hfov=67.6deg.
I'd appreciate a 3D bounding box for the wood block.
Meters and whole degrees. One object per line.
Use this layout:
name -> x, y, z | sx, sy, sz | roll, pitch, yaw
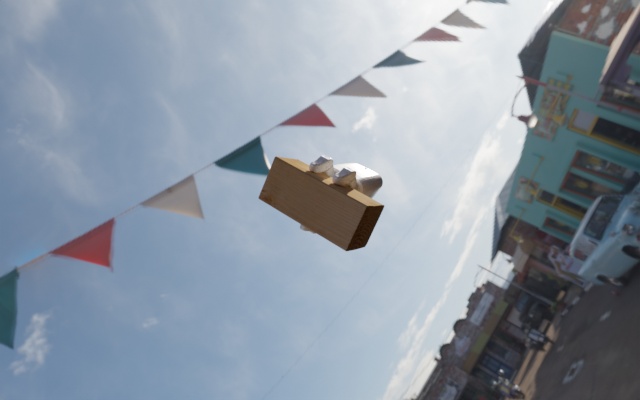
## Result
wood block -> 0.000, 0.003, 0.891 | 0.206, 0.091, 0.090 | 29, 14, 25
